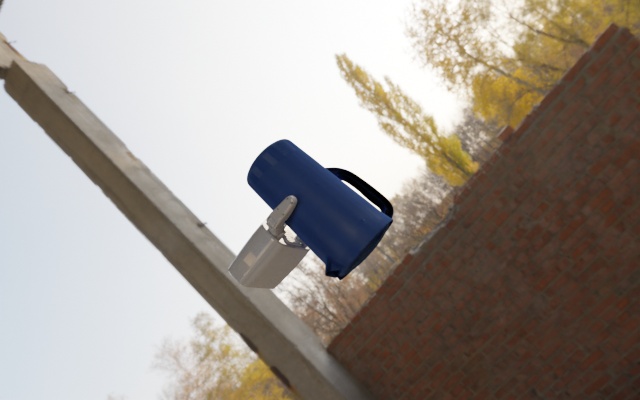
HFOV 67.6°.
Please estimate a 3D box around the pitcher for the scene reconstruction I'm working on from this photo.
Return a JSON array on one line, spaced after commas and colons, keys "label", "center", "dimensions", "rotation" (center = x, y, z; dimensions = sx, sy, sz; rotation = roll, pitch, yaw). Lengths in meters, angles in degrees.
[{"label": "pitcher", "center": [0.000, 0.003, 0.815], "dimensions": [0.243, 0.145, 0.149], "rotation": [42, 12, 13]}]
